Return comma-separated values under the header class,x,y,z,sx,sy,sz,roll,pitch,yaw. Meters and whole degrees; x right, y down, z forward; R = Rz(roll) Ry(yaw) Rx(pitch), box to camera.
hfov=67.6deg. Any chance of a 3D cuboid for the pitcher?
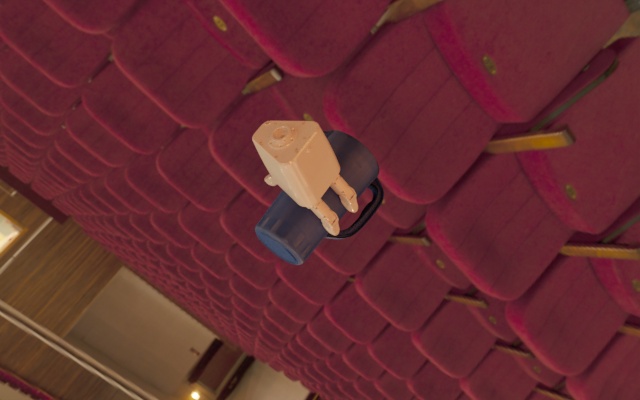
class,x,y,z,sx,sy,sz,roll,pitch,yaw
pitcher,0.000,0.003,0.886,0.149,0.242,0.145,25,-24,33
